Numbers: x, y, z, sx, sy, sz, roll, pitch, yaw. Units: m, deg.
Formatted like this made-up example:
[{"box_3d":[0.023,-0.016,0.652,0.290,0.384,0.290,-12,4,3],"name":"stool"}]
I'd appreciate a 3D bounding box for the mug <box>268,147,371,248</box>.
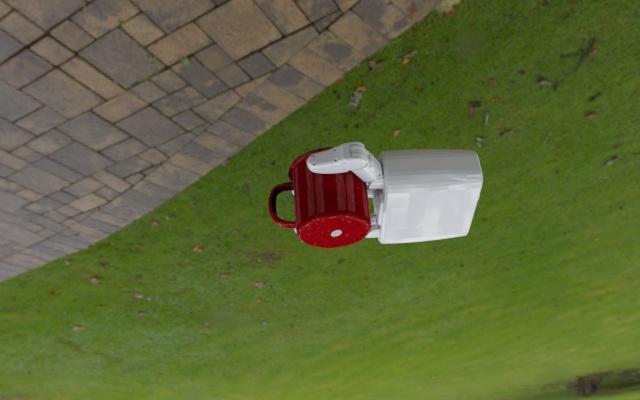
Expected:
[{"box_3d":[-0.001,0.002,0.529,0.117,0.081,0.093,-4,-30,0],"name":"mug"}]
